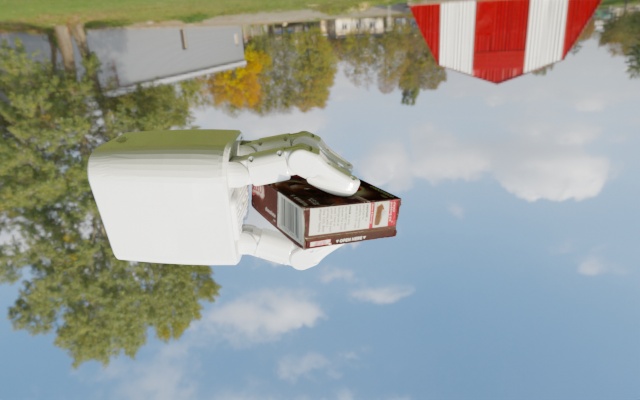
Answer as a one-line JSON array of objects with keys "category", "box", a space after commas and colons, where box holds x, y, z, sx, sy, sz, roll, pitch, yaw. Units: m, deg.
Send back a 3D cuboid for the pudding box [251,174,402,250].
[{"category": "pudding box", "box": [0.000, 0.002, 0.414, 0.090, 0.039, 0.113, -6, 22, -28]}]
